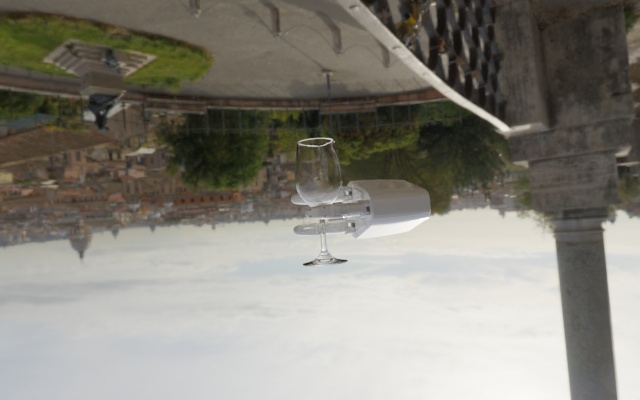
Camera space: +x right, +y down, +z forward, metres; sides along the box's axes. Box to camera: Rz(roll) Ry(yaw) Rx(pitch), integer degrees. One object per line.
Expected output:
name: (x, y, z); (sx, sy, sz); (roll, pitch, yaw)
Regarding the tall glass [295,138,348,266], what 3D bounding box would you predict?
tall glass: (0.000, 0.003, 0.777); (0.079, 0.201, 0.079); (-5, -2, 0)
